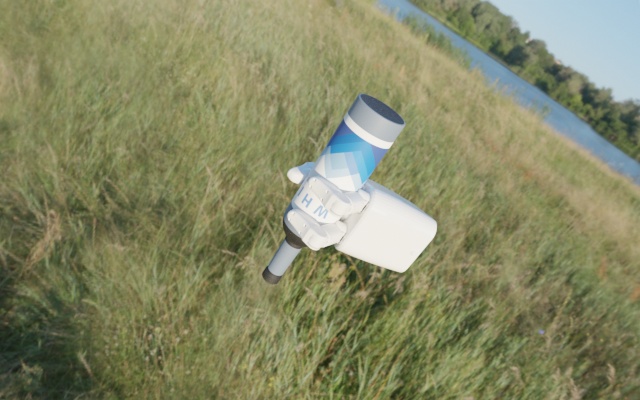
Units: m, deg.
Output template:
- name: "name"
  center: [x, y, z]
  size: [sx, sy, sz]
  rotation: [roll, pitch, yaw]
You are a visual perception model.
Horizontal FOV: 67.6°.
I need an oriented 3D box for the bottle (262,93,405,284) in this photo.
- name: "bottle"
  center: [0.000, 0.002, 0.630]
  size: [0.069, 0.296, 0.069]
  rotation: [26, 27, -15]
